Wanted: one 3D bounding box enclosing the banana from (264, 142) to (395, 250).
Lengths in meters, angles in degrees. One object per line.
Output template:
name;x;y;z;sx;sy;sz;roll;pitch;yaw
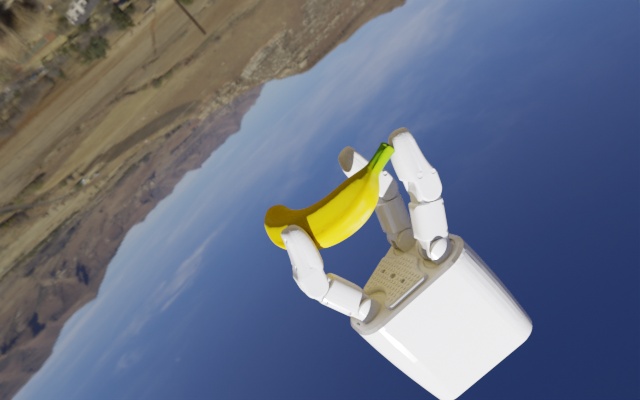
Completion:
banana;-0.006;0.014;0.418;0.037;0.069;0.198;42;-33;-17
